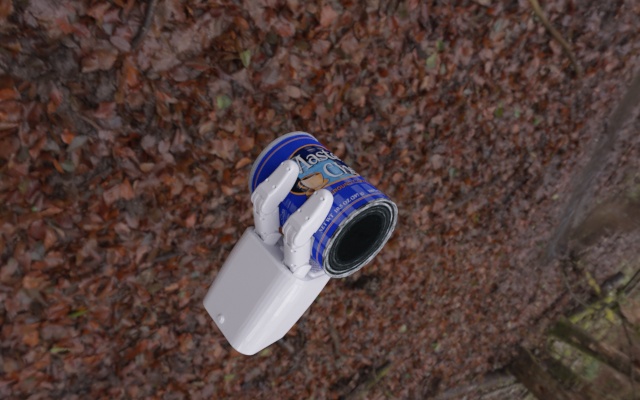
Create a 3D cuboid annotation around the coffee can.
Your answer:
[{"bbox_3d":[0.000,0.002,0.531,0.103,0.103,0.140,0,34,-48],"label":"coffee can"}]
